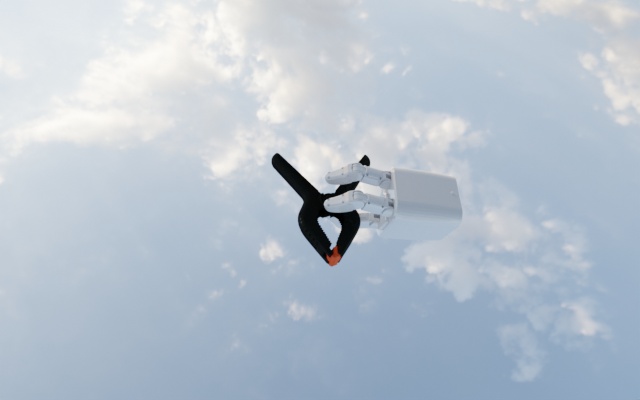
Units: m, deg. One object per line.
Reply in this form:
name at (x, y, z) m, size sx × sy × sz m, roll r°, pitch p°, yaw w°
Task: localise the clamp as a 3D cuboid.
clamp at (0.000, 0.003, 0.739) m, size 0.164 × 0.209 × 0.036 m, roll 5°, pitch -38°, yaw -5°
